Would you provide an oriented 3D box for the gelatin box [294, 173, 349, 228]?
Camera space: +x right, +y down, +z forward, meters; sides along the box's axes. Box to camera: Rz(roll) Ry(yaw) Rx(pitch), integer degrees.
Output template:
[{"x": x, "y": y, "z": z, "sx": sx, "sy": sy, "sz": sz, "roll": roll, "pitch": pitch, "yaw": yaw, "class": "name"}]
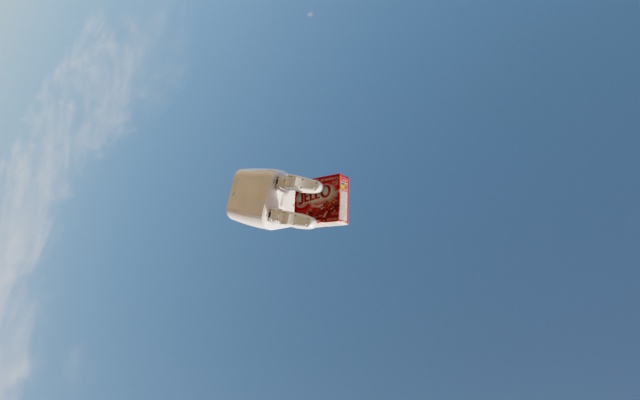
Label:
[{"x": 0.001, "y": 0.002, "z": 0.729, "sx": 0.089, "sy": 0.073, "sz": 0.030, "roll": -8, "pitch": -17, "yaw": 36, "class": "gelatin box"}]
